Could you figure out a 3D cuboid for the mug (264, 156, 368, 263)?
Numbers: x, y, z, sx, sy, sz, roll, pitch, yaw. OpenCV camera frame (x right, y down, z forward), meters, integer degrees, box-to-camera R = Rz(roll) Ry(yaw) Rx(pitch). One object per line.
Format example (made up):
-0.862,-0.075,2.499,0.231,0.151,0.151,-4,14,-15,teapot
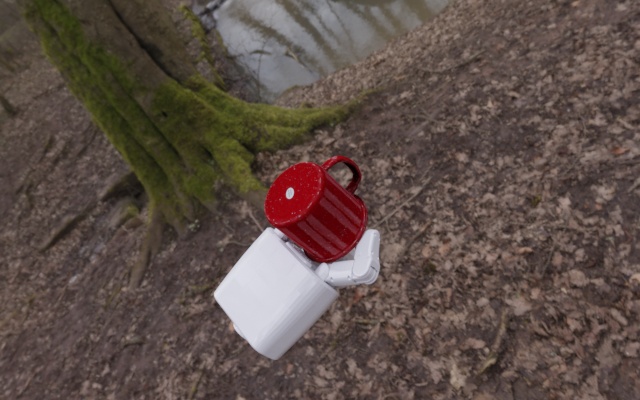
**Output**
0.001,0.001,0.530,0.081,0.117,0.093,41,-2,-40,mug
